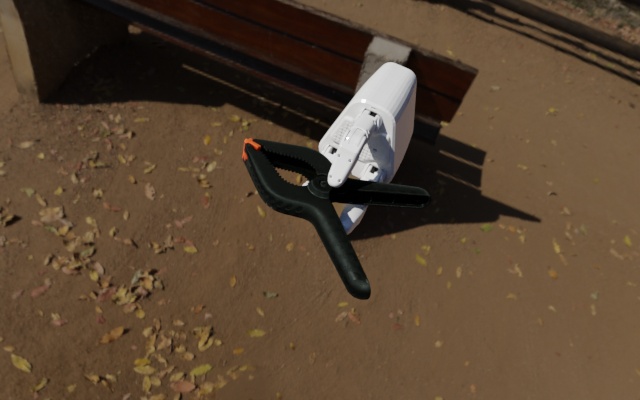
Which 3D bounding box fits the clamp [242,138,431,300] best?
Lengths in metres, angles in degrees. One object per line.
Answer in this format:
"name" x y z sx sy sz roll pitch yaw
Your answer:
"clamp" 0.000 0.001 0.500 0.210 0.036 0.164 27 47 7
